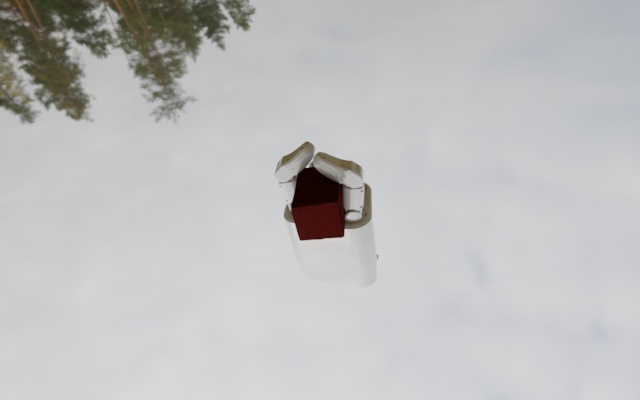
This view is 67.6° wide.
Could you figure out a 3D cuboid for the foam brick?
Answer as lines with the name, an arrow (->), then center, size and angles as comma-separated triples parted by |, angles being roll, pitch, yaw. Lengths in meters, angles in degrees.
foam brick -> 0.000, 0.002, 0.545 | 0.053, 0.051, 0.078 | -5, 35, 9
